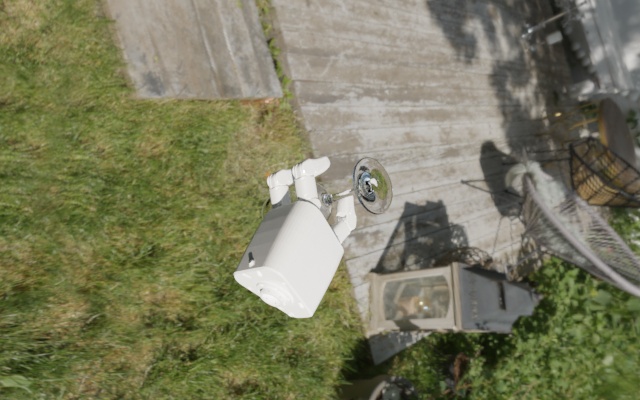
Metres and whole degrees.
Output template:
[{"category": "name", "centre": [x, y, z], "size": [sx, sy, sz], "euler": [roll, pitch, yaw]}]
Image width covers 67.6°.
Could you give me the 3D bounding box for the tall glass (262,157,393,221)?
[{"category": "tall glass", "centre": [0.001, 0.002, 0.671], "size": [0.079, 0.079, 0.201], "euler": [0, -12, -43]}]
